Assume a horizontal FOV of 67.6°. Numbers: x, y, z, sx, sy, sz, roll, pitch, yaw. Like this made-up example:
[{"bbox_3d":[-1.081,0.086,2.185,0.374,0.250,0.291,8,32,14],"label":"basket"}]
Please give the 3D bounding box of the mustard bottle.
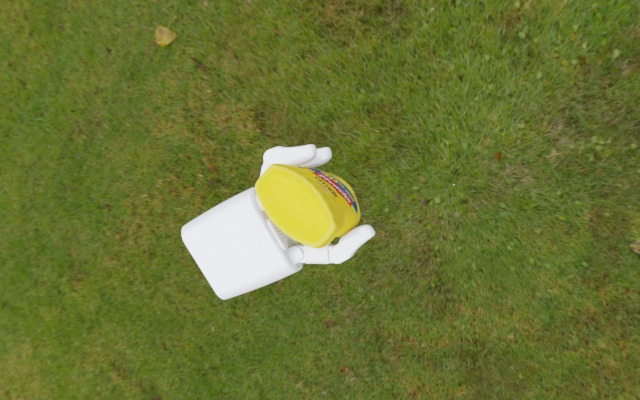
[{"bbox_3d":[0.000,0.002,0.557,0.096,0.058,0.191,43,13,11],"label":"mustard bottle"}]
